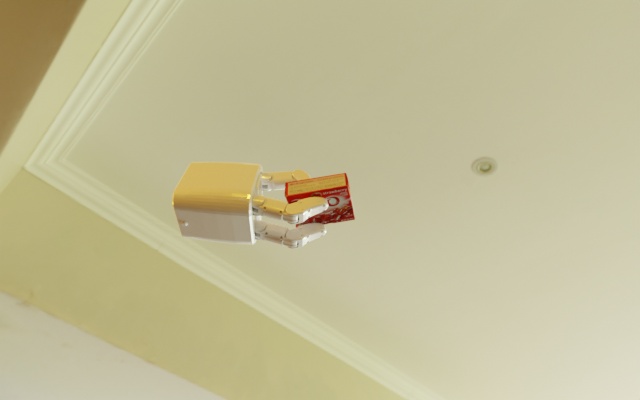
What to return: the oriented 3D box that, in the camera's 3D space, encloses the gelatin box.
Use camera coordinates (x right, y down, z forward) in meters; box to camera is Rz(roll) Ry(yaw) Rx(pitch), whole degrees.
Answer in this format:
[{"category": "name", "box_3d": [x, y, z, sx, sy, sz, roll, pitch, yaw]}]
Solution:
[{"category": "gelatin box", "box_3d": [0.000, 0.002, 0.675, 0.089, 0.030, 0.073, -10, -43, 6]}]
